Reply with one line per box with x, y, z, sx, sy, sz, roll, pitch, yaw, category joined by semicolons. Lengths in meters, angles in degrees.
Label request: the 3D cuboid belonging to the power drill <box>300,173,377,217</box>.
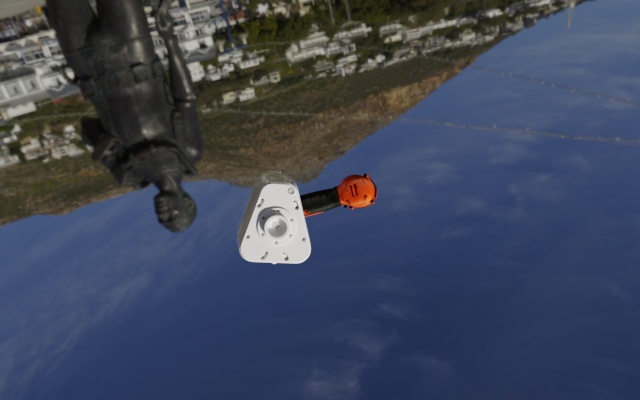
0.000;0.003;0.780;0.187;0.057;0.184;-17;-6;10;power drill
